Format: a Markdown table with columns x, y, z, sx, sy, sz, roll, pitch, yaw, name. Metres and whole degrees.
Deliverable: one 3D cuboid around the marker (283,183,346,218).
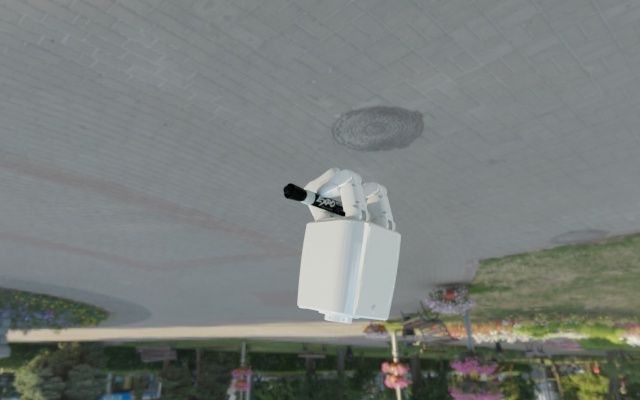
| x | y | z | sx | sy | sz | roll | pitch | yaw | name |
| --- | --- | --- | --- | --- | --- | --- | --- | --- | --- |
| 0.000 | 0.002 | 0.595 | 0.020 | 0.020 | 0.121 | 0 | -14 | 43 | marker |
